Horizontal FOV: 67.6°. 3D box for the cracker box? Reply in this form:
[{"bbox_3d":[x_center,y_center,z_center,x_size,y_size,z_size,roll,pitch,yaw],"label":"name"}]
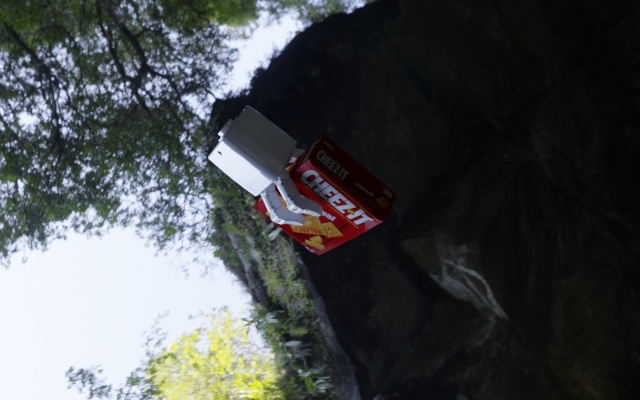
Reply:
[{"bbox_3d":[0.000,0.003,0.842,0.164,0.072,0.214,38,-36,-13],"label":"cracker box"}]
